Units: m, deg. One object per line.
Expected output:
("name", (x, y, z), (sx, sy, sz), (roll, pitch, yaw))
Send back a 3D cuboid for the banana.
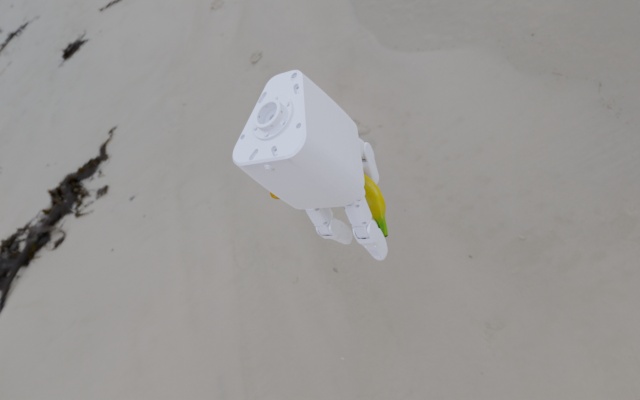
("banana", (0.010, -0.014, 0.612), (0.197, 0.069, 0.037), (19, -6, 40))
